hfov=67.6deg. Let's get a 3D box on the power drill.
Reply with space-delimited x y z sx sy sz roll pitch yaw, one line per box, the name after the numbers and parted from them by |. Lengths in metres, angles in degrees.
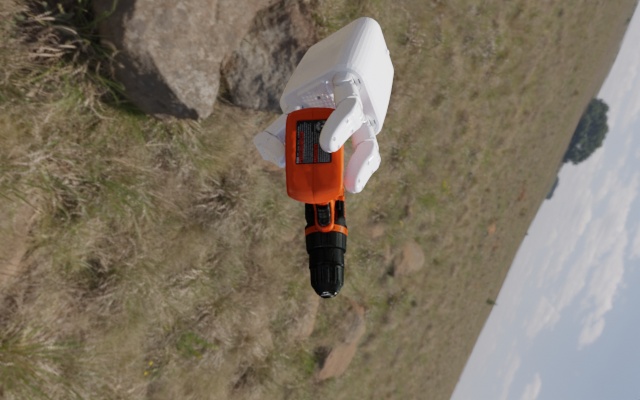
0.000 0.001 0.531 0.057 0.184 0.188 -4 -24 2 | power drill
